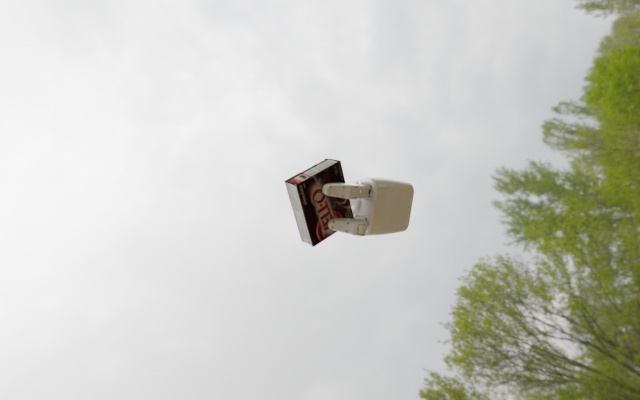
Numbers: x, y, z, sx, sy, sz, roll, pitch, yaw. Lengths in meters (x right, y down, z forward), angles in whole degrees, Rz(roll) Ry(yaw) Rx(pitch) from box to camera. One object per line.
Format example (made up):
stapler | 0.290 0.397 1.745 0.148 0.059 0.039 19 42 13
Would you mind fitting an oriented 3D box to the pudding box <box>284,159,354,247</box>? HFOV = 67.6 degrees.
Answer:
pudding box | 0.000 0.002 0.750 0.090 0.113 0.039 -31 28 -30
